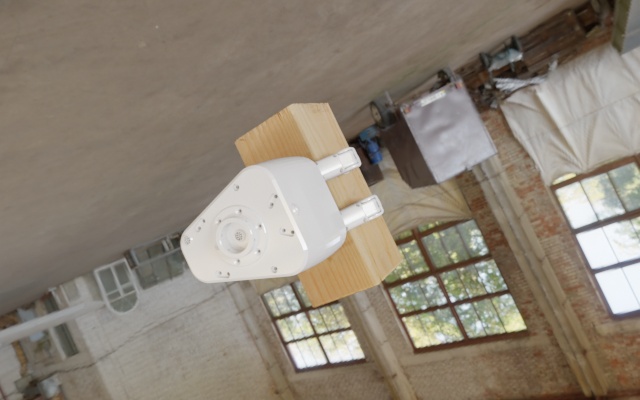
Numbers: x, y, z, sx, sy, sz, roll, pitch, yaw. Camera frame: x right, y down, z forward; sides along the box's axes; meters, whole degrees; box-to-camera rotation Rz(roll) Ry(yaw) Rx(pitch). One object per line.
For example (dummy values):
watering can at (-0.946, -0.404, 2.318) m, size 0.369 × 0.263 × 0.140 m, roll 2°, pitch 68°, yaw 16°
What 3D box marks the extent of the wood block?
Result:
wood block at (0.000, 0.002, 0.546) m, size 0.091 × 0.206 × 0.090 m, roll -26°, pitch -2°, yaw 30°
